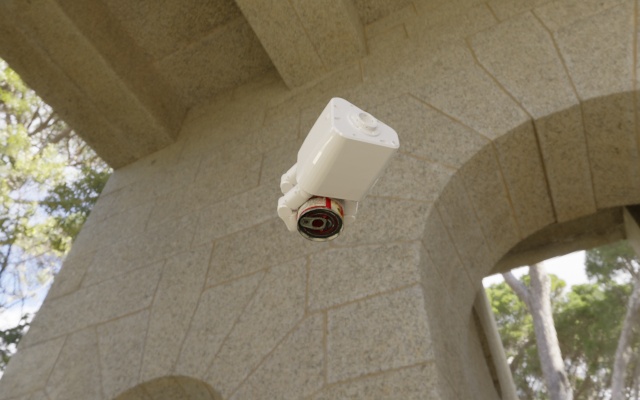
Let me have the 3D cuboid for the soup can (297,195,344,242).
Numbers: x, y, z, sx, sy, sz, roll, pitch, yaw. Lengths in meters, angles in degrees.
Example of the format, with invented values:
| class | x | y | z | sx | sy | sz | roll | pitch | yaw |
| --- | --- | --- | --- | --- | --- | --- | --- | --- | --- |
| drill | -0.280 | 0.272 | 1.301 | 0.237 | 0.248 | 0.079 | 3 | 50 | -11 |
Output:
| class | x | y | z | sx | sy | sz | roll | pitch | yaw |
| --- | --- | --- | --- | --- | --- | --- | --- | --- | --- |
| soup can | 0.000 | 0.003 | 0.718 | 0.068 | 0.069 | 0.102 | 0 | 42 | 0 |
